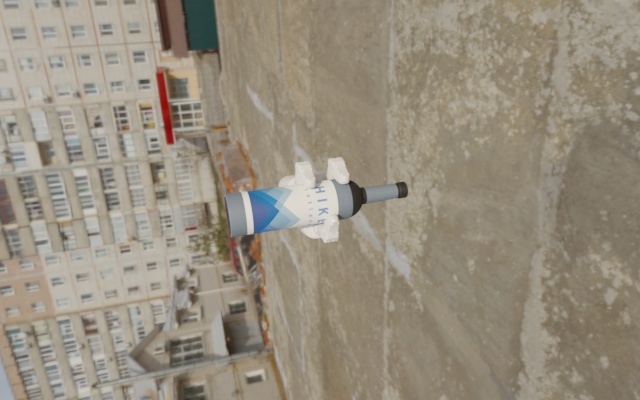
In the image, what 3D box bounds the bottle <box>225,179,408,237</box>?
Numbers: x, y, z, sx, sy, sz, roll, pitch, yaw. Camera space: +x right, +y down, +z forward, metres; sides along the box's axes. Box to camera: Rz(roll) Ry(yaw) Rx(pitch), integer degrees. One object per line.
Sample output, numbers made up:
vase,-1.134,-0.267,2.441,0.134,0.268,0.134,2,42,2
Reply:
bottle,0.000,0.003,0.762,0.295,0.069,0.069,-8,2,-14
